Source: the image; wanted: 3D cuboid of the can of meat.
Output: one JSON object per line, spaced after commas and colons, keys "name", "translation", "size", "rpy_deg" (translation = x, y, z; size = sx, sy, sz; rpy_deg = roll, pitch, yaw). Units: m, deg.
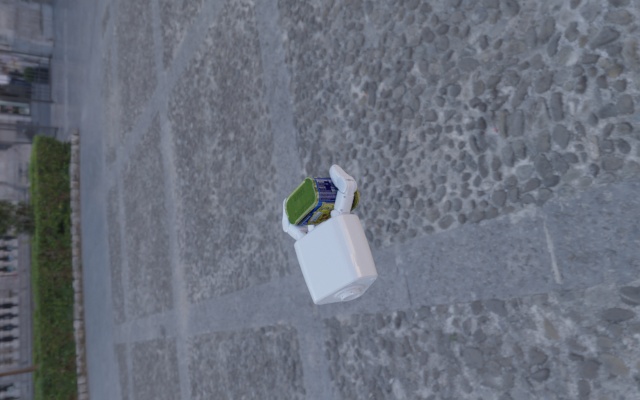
{"name": "can of meat", "translation": [0.000, 0.002, 0.790], "size": [0.084, 0.057, 0.102], "rpy_deg": [0, -29, -35]}
